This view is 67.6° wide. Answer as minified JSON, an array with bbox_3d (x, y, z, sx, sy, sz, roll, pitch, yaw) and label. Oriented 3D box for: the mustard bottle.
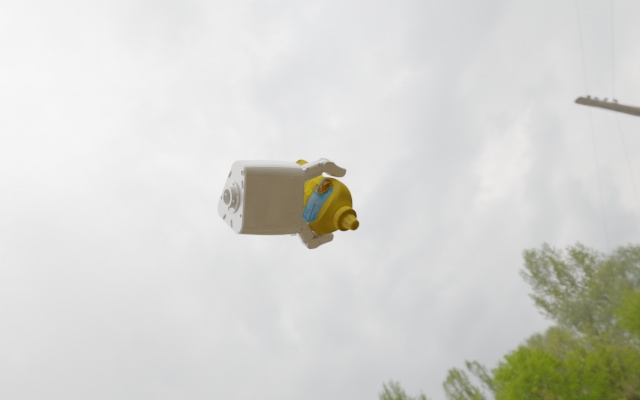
[{"bbox_3d":[0.000,0.003,0.814,0.058,0.096,0.191,31,2,-43],"label":"mustard bottle"}]
